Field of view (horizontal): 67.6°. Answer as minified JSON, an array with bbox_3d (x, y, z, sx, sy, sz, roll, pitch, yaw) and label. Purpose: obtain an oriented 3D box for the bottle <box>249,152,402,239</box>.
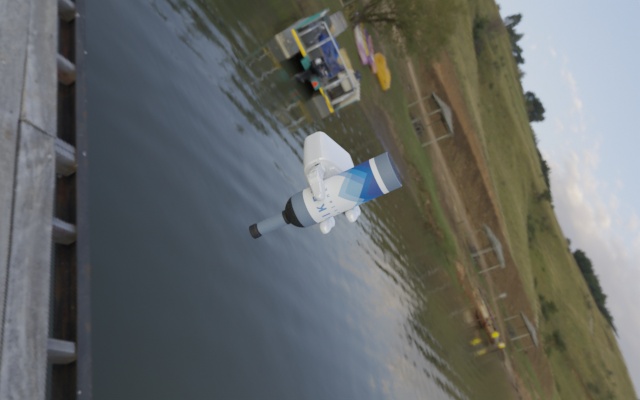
[{"bbox_3d":[0.000,0.003,0.876,0.296,0.069,0.069,-24,-7,15],"label":"bottle"}]
